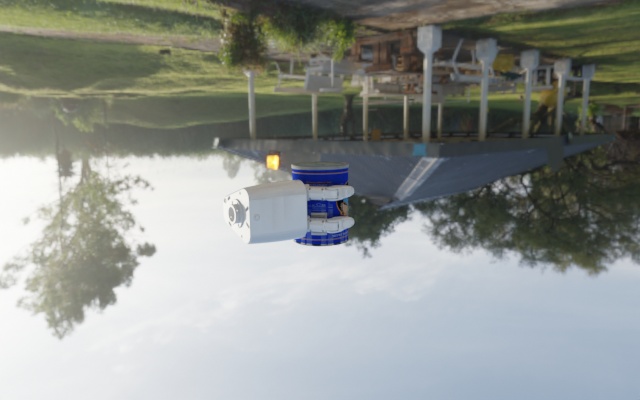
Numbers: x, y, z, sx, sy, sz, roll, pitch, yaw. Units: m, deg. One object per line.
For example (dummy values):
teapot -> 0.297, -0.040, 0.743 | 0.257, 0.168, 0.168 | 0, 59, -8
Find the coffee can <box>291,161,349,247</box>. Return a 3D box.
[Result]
coffee can -> 0.000, 0.003, 0.864 | 0.103, 0.140, 0.103 | -1, 9, 0
